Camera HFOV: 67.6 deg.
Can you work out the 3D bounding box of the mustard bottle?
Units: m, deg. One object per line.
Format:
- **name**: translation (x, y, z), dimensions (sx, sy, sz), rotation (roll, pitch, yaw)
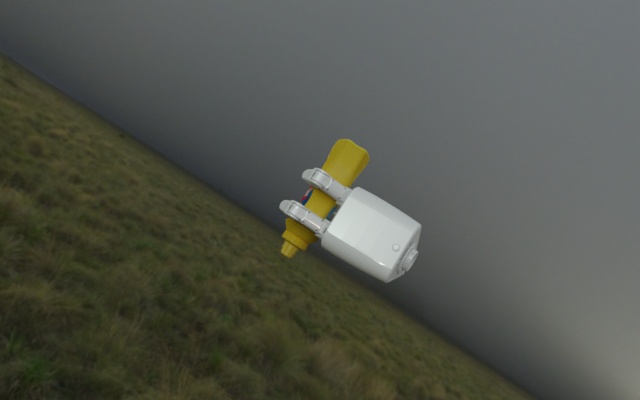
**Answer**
- **mustard bottle**: translation (0.000, 0.002, 0.719), dimensions (0.058, 0.191, 0.096), rotation (33, -6, -4)
